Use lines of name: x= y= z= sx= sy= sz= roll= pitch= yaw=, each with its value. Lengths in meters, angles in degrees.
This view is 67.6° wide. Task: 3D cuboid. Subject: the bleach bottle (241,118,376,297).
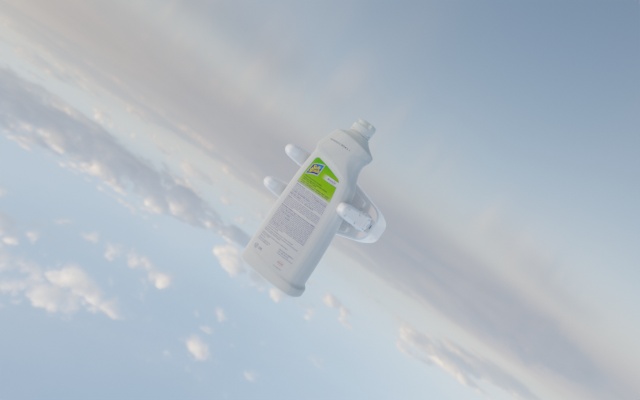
bleach bottle: x=0.000 y=0.002 z=0.657 sx=0.102 sy=0.251 sz=0.068 roll=35 pitch=1 yaw=18
